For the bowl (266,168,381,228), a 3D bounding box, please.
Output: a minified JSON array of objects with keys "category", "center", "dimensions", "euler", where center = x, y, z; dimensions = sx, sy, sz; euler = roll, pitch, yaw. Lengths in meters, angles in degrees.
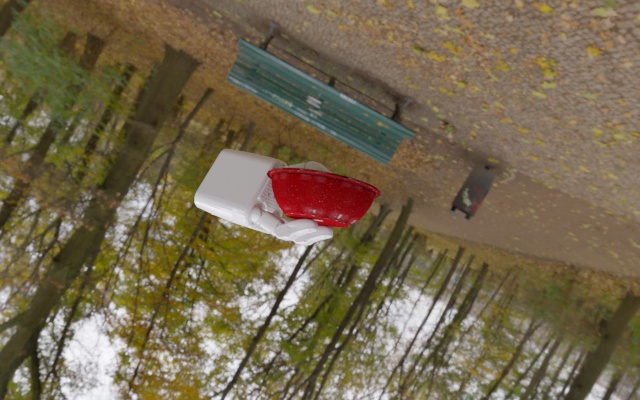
[{"category":"bowl","center":[0.001,0.003,0.663],"dimensions":[0.162,0.055,0.162],"euler":[10,-9,2]}]
